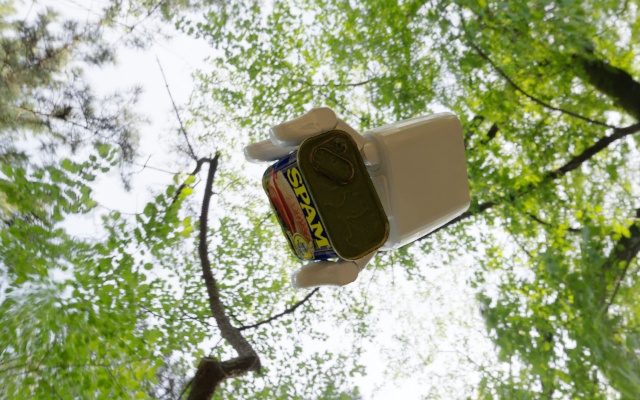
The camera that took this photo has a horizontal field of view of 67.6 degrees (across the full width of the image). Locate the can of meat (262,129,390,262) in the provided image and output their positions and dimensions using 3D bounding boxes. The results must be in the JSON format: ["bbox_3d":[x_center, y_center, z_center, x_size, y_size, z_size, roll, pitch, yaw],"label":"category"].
[{"bbox_3d":[0.000,0.002,0.407,0.057,0.102,0.084,-25,3,-30],"label":"can of meat"}]
